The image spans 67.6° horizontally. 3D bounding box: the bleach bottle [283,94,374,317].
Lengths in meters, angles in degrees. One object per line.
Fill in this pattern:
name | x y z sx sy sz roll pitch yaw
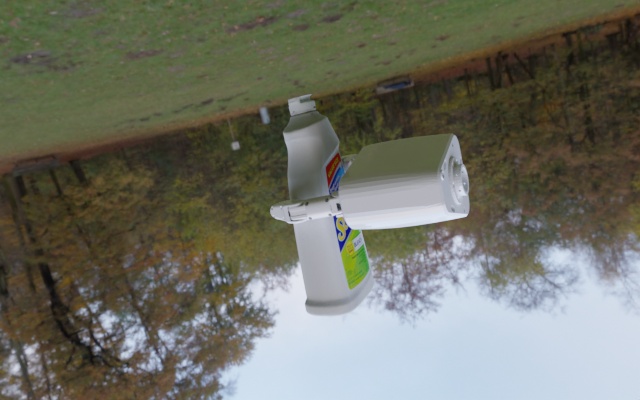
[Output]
bleach bottle | 0.000 0.002 0.569 0.068 0.251 0.102 -8 11 30
